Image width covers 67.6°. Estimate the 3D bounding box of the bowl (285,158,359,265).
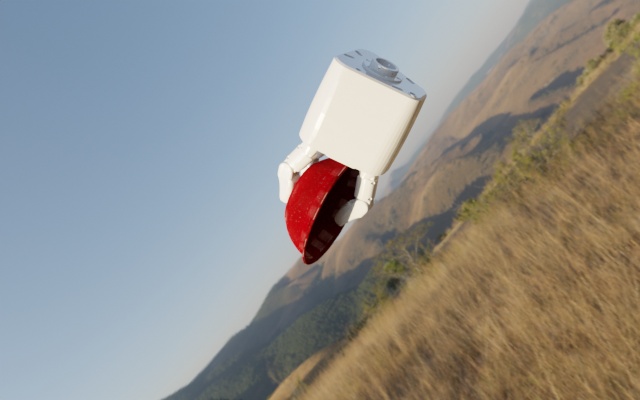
[{"bbox_3d":[-0.001,0.003,0.634,0.055,0.162,0.162,27,8,17],"label":"bowl"}]
